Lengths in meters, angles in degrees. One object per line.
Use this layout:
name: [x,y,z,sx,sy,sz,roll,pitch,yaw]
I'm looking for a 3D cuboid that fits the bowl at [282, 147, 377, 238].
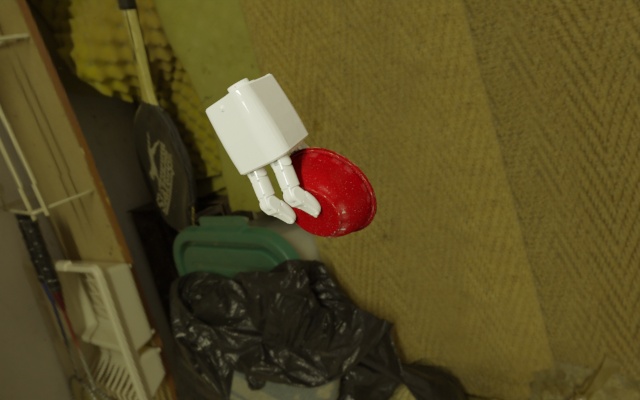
bowl: [0.001,0.004,0.718,0.162,0.162,0.055,0,37,35]
